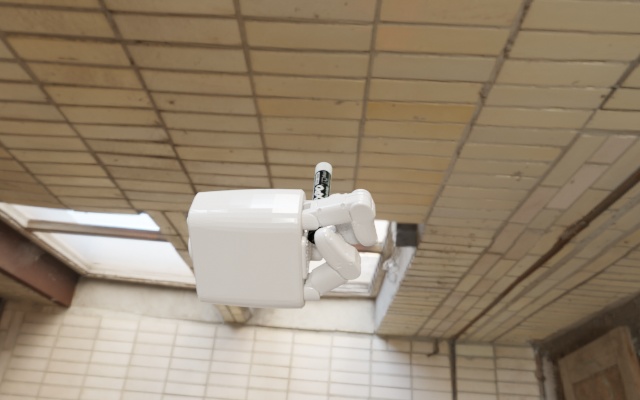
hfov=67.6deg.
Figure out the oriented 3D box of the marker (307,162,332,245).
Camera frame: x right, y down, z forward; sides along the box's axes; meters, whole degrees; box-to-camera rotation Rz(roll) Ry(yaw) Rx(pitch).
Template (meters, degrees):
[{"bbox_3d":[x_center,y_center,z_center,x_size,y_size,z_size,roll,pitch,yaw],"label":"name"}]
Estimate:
[{"bbox_3d":[0.000,0.002,0.492,0.020,0.020,0.121,0,39,5],"label":"marker"}]
